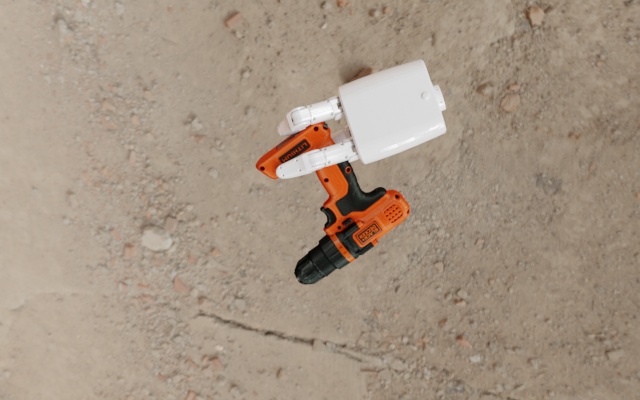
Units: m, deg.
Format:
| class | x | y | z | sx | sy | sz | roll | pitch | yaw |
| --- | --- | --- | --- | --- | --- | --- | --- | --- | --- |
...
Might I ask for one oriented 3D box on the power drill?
| class | x | y | z | sx | sy | sz | roll | pitch | yaw |
| --- | --- | --- | --- | --- | --- | --- | --- | --- | --- |
| power drill | 0.000 | 0.002 | 0.636 | 0.184 | 0.188 | 0.057 | -38 | 16 | 3 |
